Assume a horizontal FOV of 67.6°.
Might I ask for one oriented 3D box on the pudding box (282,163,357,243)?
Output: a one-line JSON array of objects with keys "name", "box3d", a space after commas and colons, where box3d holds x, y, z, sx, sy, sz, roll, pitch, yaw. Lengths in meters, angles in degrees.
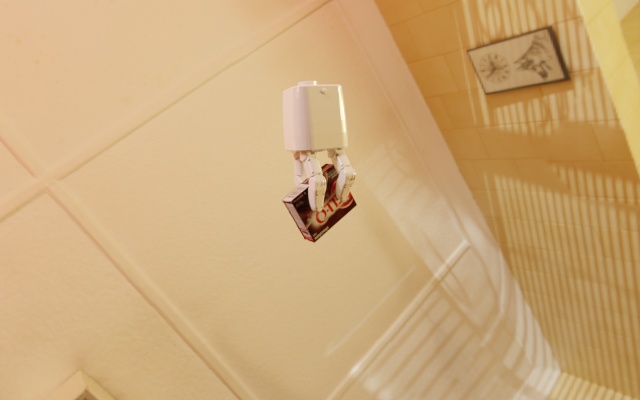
[{"name": "pudding box", "box3d": [0.000, 0.003, 0.825, 0.113, 0.090, 0.039, -40, 25, -22]}]
